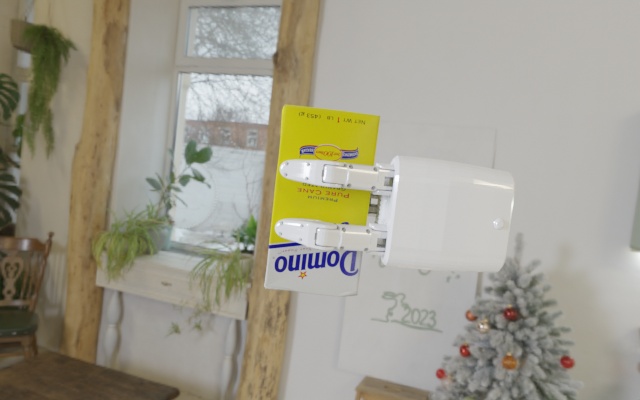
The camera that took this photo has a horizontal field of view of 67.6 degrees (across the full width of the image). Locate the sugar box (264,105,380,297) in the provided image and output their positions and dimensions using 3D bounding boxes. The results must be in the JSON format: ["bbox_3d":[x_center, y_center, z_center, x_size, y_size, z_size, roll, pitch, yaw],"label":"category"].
[{"bbox_3d":[0.000,0.001,0.465,0.093,0.176,0.048,6,4,-3],"label":"sugar box"}]
